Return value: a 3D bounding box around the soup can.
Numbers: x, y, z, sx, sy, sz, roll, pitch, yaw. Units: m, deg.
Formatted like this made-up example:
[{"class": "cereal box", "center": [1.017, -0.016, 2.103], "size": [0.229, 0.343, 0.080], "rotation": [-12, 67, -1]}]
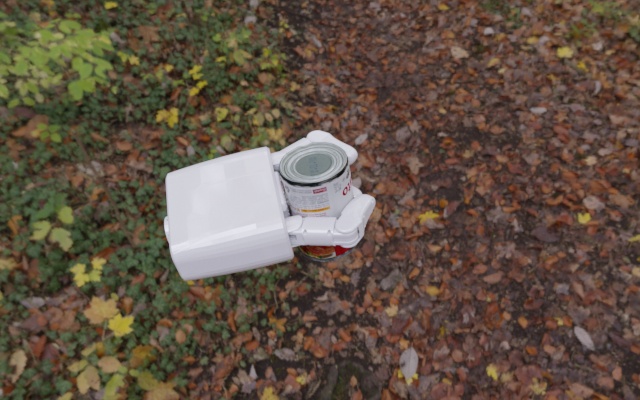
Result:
[{"class": "soup can", "center": [0.001, 0.001, 0.476], "size": [0.068, 0.102, 0.068], "rotation": [-6, 40, 5]}]
